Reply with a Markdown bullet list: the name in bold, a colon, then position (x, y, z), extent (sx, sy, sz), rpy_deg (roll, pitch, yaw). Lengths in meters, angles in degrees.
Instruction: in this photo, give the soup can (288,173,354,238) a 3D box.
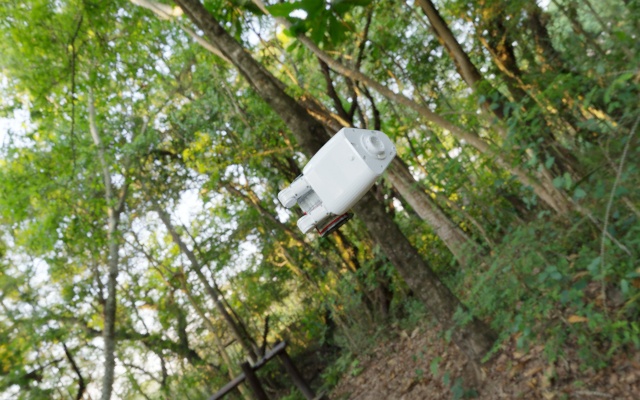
- **soup can**: position (0.000, 0.003, 0.811), extent (0.068, 0.102, 0.068), rpy_deg (-35, -11, -8)
